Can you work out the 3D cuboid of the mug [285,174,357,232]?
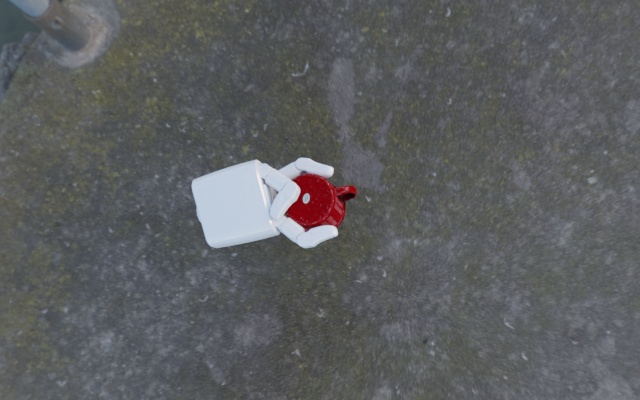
[{"bbox_3d":[0.001,0.002,0.741,0.117,0.093,0.081,-16,-13,7],"label":"mug"}]
